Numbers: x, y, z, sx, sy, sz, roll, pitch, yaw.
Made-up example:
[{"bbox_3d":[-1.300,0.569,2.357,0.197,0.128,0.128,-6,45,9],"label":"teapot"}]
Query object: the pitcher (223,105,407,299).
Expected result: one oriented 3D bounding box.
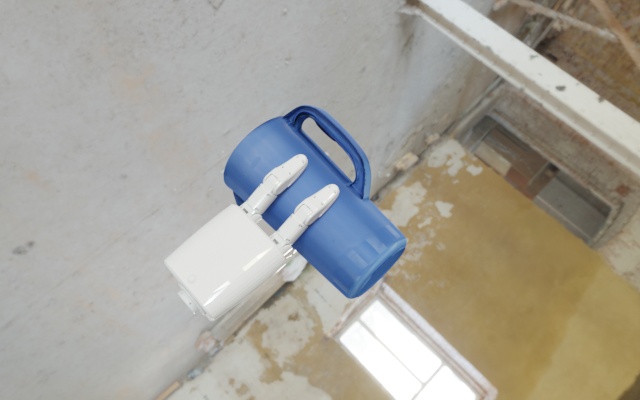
[{"bbox_3d":[0.000,0.002,0.633,0.145,0.242,0.149,-39,-19,-22],"label":"pitcher"}]
